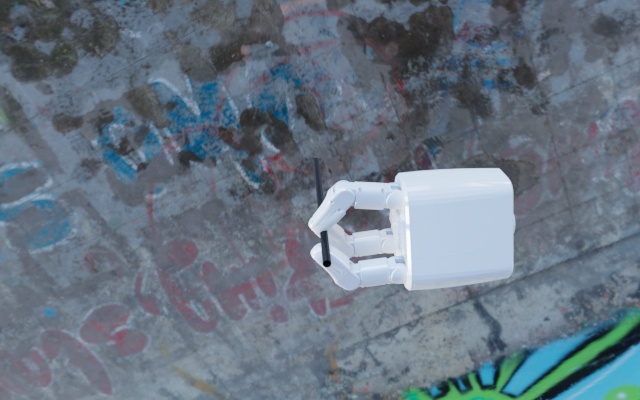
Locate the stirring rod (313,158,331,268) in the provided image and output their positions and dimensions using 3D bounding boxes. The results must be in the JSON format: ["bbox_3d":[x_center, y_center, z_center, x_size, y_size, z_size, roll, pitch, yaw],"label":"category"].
[{"bbox_3d":[0.000,0.002,0.541,0.011,0.011,0.239,0,28,-3],"label":"stirring rod"}]
